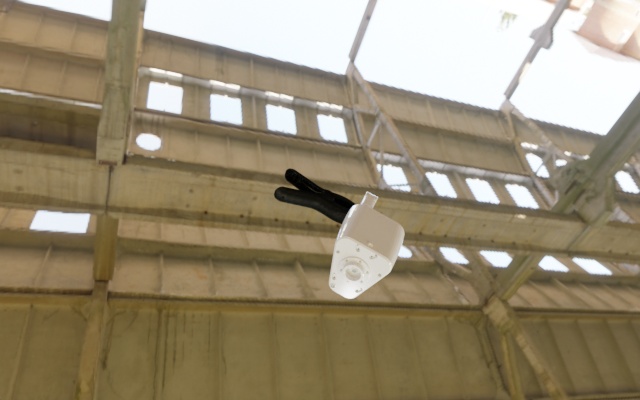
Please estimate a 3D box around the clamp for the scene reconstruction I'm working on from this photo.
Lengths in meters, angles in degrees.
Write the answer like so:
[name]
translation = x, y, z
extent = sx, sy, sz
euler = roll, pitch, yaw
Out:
[clamp]
translation = 0.000, 0.003, 0.814
extent = 0.171, 0.039, 0.120
euler = 26, 27, 5
